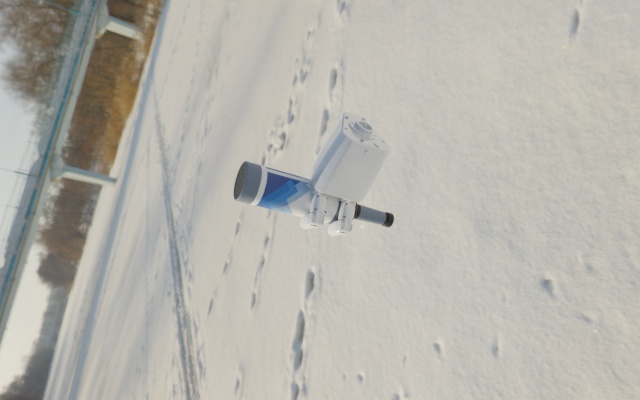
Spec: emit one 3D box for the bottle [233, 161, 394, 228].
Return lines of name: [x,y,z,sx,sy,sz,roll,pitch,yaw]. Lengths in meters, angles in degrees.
bottle: [0.000,0.003,0.830,0.296,0.069,0.069,15,-6,-24]
